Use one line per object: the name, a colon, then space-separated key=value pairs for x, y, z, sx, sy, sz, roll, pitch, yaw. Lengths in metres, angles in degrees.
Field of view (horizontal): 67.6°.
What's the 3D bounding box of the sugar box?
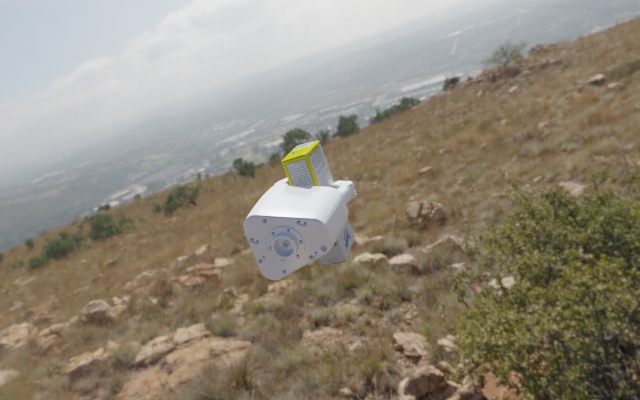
sugar box: x=0.000 y=0.002 z=0.739 sx=0.048 sy=0.176 sz=0.093 roll=-13 pitch=17 yaw=18
